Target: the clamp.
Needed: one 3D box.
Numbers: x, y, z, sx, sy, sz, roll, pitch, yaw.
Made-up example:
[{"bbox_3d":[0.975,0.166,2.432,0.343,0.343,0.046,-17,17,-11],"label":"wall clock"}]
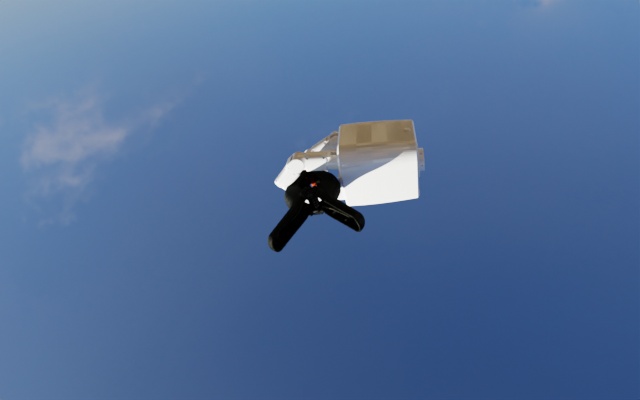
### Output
[{"bbox_3d":[0.000,0.003,0.634,0.120,0.039,0.171,-5,35,9],"label":"clamp"}]
